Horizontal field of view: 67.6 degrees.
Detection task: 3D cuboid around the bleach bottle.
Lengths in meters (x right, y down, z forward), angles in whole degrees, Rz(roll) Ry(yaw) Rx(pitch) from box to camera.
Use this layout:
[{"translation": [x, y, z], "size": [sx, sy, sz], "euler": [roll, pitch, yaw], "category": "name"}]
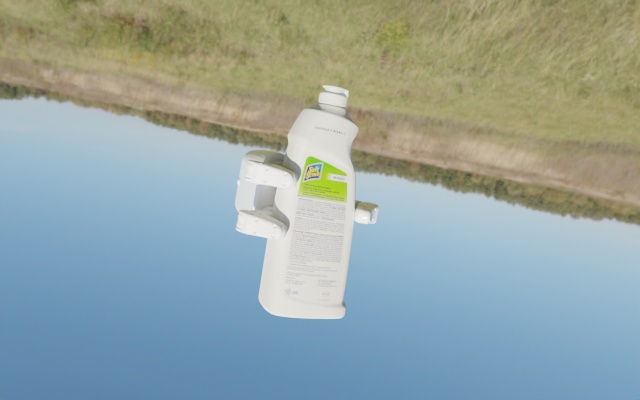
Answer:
[{"translation": [0.000, 0.002, 0.534], "size": [0.102, 0.251, 0.068], "euler": [8, 7, -25], "category": "bleach bottle"}]
